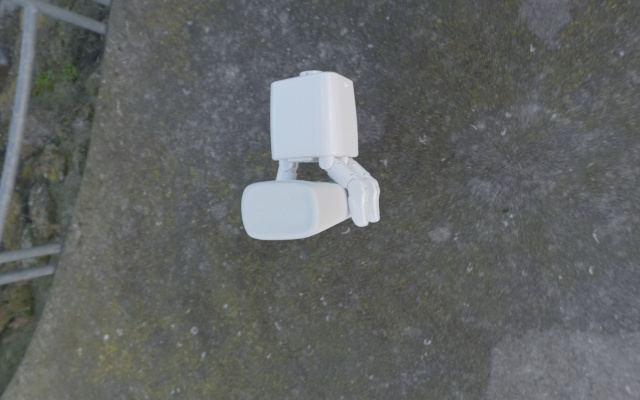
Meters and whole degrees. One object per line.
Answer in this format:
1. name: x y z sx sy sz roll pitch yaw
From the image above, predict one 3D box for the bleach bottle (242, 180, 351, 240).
1. bleach bottle: 0.000 0.002 0.651 0.102 0.068 0.251 -2 4 22
